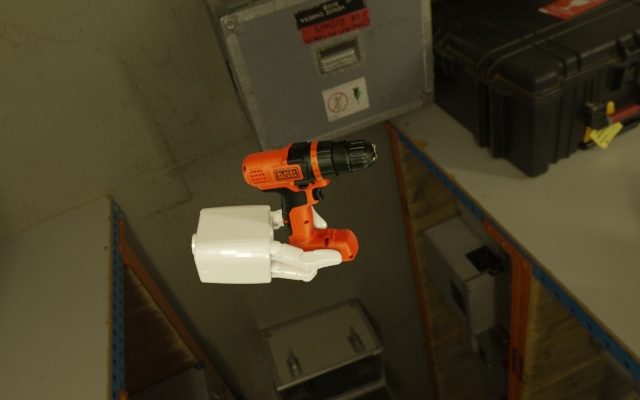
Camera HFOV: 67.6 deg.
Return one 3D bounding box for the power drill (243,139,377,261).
[{"bbox_3d":[0.000,0.003,0.678,0.184,0.188,0.057,-6,33,15],"label":"power drill"}]
